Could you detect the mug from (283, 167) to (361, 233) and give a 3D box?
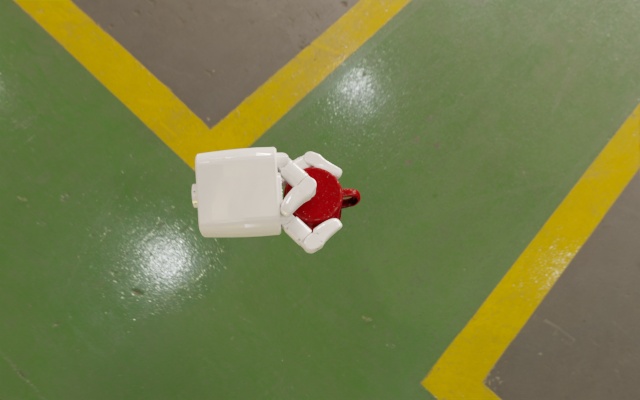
[{"bbox_3d":[0.002,0.002,0.685,0.117,0.093,0.081,-5,-18,-6],"label":"mug"}]
